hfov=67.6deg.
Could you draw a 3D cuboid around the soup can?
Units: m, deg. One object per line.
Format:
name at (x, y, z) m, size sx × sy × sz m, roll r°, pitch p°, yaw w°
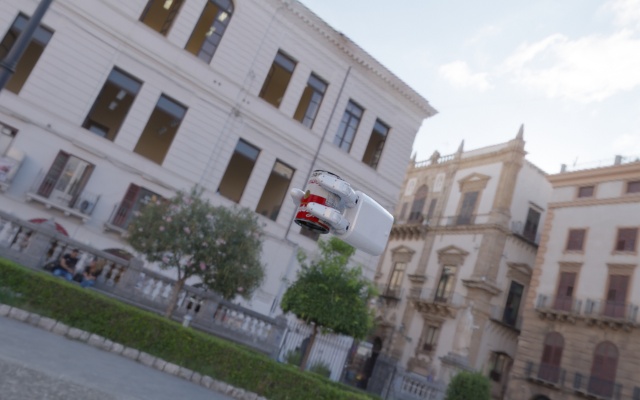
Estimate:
soup can at (0.000, 0.002, 0.885) m, size 0.068 × 0.102 × 0.068 m, roll 19°, pitch -15°, yaw 5°
